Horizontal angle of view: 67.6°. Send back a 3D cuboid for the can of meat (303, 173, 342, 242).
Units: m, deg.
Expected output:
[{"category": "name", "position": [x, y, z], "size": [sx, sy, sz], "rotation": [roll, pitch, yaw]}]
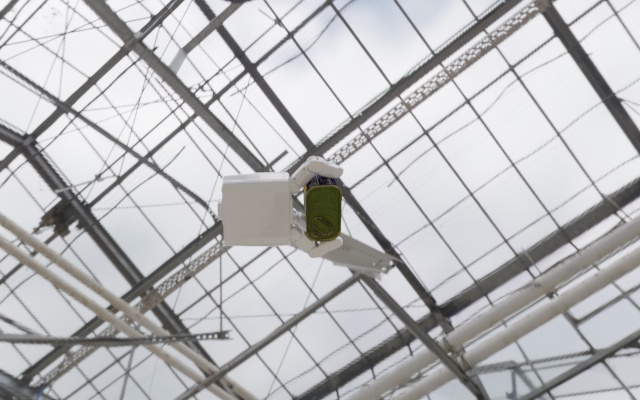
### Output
[{"category": "can of meat", "position": [0.000, 0.002, 0.790], "size": [0.057, 0.102, 0.084], "rotation": [-4, 29, -7]}]
